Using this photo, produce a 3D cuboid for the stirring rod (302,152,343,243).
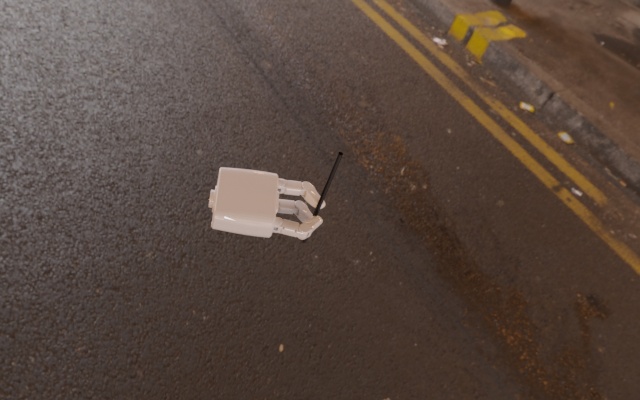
[{"bbox_3d":[0.000,0.003,0.854,0.011,0.011,0.240,0,-41,-21],"label":"stirring rod"}]
